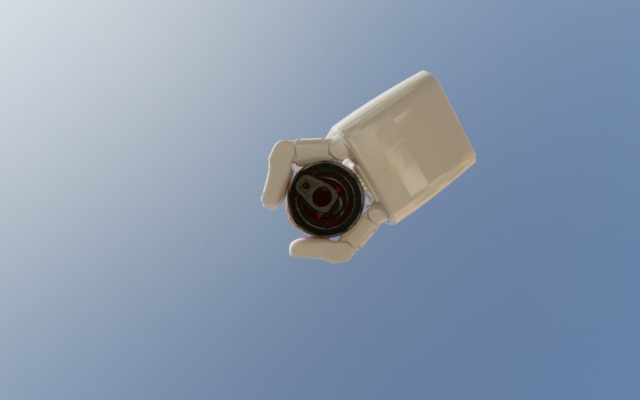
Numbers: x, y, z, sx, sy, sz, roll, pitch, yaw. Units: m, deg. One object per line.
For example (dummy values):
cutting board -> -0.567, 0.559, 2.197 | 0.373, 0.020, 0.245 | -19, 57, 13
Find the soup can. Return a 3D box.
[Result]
soup can -> 0.000, 0.002, 0.461 | 0.068, 0.068, 0.102 | 0, -3, -6
